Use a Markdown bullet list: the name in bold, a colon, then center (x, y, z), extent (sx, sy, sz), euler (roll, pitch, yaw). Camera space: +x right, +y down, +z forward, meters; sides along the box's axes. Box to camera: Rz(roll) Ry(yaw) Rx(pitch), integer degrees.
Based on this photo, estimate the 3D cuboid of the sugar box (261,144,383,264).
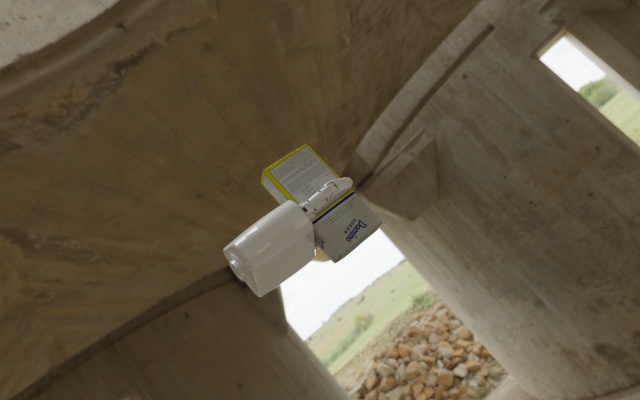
- **sugar box**: center (0.000, 0.003, 0.729), extent (0.093, 0.176, 0.048), euler (-36, -14, -24)
